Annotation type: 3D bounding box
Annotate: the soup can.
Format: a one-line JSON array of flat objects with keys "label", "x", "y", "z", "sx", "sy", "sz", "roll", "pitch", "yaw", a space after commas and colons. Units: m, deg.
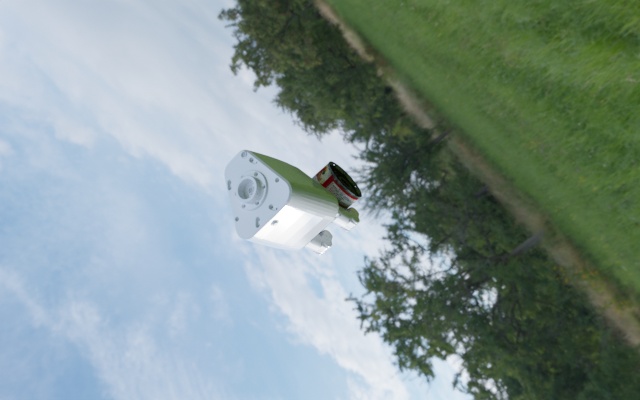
[{"label": "soup can", "x": 0.000, "y": 0.002, "z": 0.691, "sx": 0.102, "sy": 0.068, "sz": 0.068, "roll": -42, "pitch": -15, "yaw": 17}]
